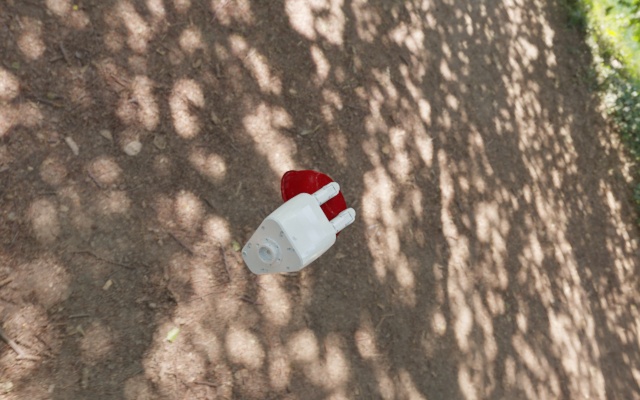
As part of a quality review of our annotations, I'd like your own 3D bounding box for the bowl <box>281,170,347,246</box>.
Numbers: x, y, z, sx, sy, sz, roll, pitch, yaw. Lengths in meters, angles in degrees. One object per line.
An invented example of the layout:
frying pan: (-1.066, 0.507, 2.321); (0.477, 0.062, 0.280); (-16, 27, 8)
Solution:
bowl: (0.001, 0.002, 0.873); (0.055, 0.162, 0.162); (-31, -14, 25)
